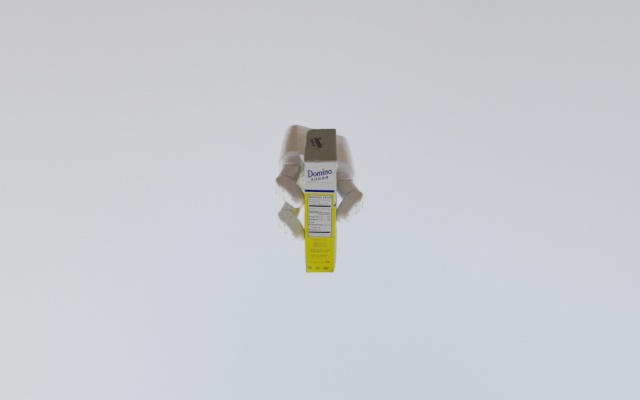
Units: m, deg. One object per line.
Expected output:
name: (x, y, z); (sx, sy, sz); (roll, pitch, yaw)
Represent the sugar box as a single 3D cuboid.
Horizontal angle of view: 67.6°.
sugar box: (0.000, 0.002, 0.640); (0.048, 0.176, 0.093); (-1, 33, 2)
